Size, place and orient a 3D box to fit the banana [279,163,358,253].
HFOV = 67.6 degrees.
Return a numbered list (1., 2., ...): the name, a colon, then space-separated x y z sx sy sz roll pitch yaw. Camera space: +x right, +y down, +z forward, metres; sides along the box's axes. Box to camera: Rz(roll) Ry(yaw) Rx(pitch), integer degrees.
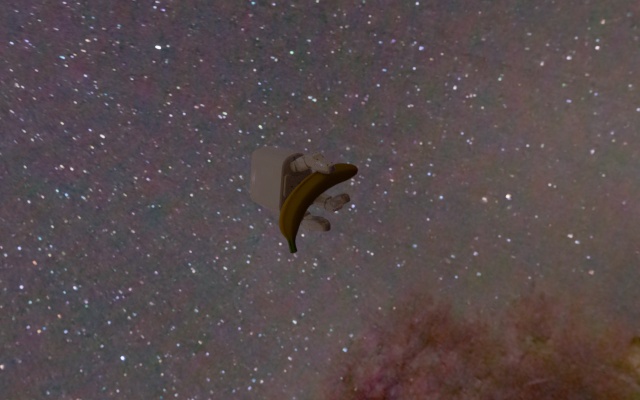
1. banana: -0.011 -0.008 0.800 0.037 0.197 0.070 11 -35 49
